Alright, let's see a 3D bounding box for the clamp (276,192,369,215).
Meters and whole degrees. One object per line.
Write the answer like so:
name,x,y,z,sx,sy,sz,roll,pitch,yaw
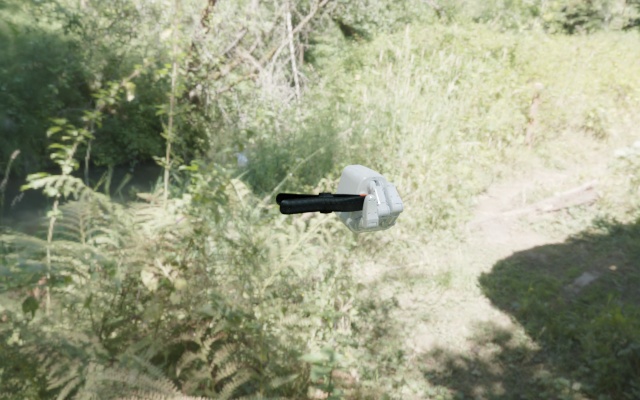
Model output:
clamp,0.000,0.002,0.847,0.171,0.039,0.120,1,13,-17
